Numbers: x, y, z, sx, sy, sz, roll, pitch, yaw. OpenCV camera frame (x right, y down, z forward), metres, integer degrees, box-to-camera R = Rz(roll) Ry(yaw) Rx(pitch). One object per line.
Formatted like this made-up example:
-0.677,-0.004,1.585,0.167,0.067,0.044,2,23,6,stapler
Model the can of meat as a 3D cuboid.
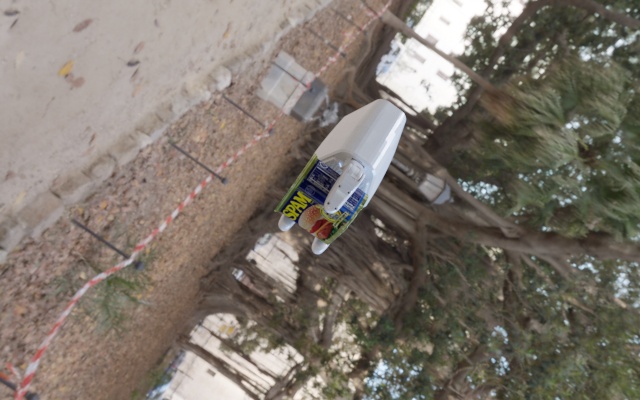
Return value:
0.000,0.002,0.597,0.084,0.057,0.102,35,-32,-4,can of meat
